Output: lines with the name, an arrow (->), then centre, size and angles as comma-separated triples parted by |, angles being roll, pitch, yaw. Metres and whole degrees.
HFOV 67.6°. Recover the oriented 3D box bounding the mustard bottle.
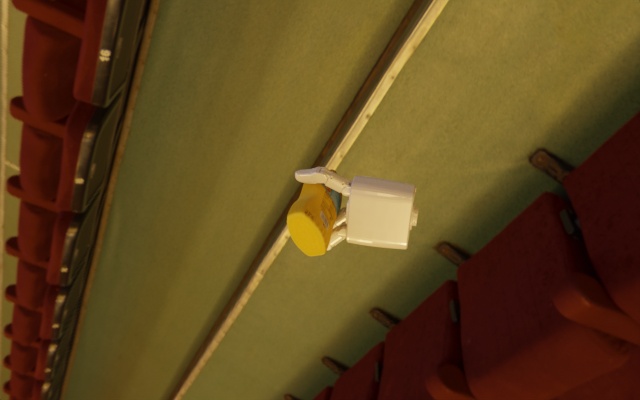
mustard bottle -> 0.000, 0.003, 0.854 | 0.058, 0.096, 0.191 | -13, 32, 27
